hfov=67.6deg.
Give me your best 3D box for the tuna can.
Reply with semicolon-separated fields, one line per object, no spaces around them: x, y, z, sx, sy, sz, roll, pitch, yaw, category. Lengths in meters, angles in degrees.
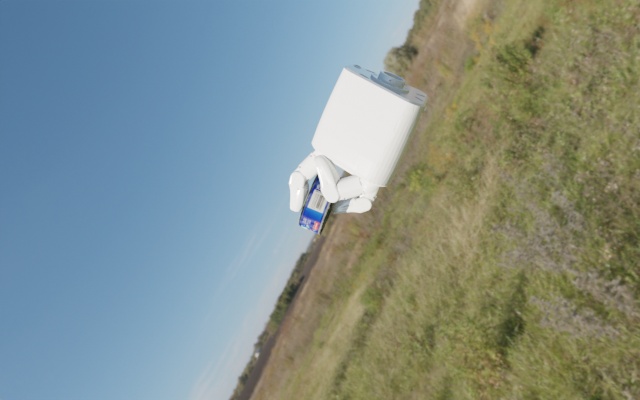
0.000;0.002;0.663;0.034;0.086;0.086;22;2;4;tuna can
